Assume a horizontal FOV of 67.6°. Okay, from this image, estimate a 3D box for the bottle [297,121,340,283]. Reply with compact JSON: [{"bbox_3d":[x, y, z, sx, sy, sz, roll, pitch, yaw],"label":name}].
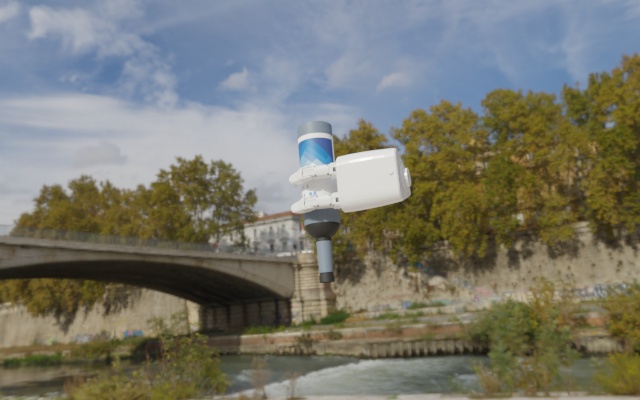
[{"bbox_3d":[0.000,0.003,0.880,0.069,0.295,0.069,-5,-13,-1],"label":"bottle"}]
